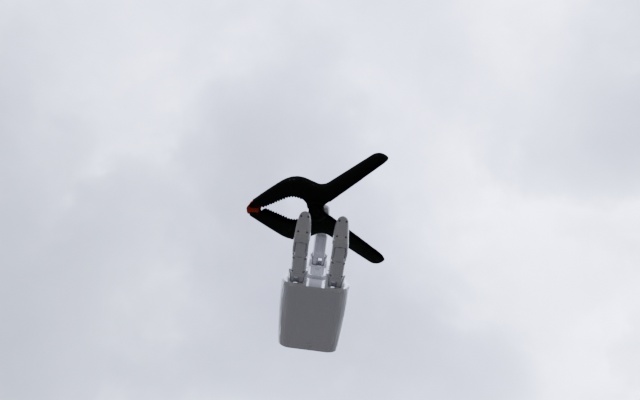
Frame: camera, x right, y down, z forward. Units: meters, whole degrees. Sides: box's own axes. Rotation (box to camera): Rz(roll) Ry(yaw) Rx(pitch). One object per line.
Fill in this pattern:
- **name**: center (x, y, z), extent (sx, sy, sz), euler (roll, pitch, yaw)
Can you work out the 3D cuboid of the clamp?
- **clamp**: center (0.000, 0.002, 0.694), extent (0.210, 0.164, 0.036), euler (8, 14, 1)
